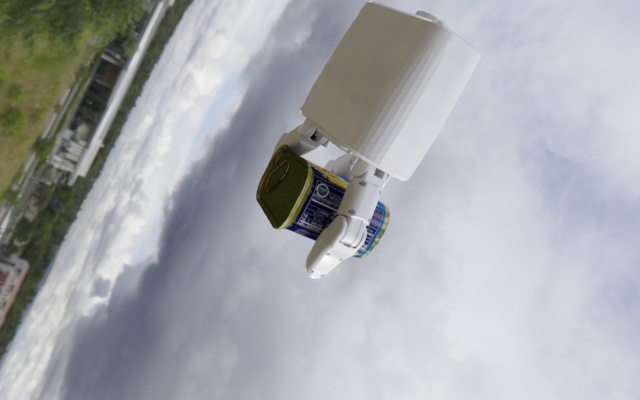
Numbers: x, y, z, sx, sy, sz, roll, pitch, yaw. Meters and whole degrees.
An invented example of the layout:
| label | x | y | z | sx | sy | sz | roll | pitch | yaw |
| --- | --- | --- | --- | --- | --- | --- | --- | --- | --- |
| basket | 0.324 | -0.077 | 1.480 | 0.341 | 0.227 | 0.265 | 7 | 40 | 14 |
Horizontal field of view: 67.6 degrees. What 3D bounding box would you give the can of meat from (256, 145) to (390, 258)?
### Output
| label | x | y | z | sx | sy | sz | roll | pitch | yaw |
| --- | --- | --- | --- | --- | --- | --- | --- | --- | --- |
| can of meat | 0.000 | 0.002 | 0.413 | 0.084 | 0.057 | 0.102 | 24 | 9 | -25 |
